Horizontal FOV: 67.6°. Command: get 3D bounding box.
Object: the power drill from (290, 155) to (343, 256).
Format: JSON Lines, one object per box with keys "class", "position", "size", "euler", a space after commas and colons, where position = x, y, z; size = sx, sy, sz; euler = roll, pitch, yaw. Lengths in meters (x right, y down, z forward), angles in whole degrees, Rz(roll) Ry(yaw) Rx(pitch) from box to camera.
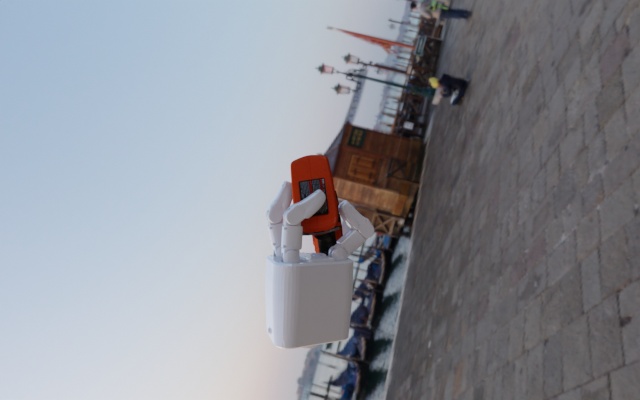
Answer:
{"class": "power drill", "position": [0.000, 0.002, 0.708], "size": [0.057, 0.184, 0.188], "euler": [-11, -19, 5]}
